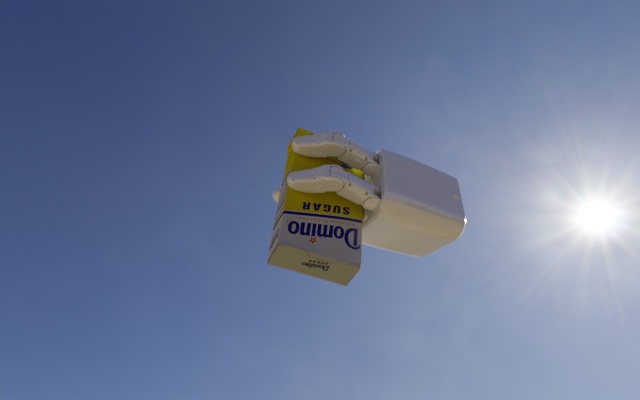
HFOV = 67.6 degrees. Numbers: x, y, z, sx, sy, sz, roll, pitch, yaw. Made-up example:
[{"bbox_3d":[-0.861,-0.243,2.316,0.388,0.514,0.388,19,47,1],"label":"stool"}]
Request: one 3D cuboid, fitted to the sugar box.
[{"bbox_3d":[0.000,0.001,0.541,0.093,0.176,0.048,18,-45,-14],"label":"sugar box"}]
